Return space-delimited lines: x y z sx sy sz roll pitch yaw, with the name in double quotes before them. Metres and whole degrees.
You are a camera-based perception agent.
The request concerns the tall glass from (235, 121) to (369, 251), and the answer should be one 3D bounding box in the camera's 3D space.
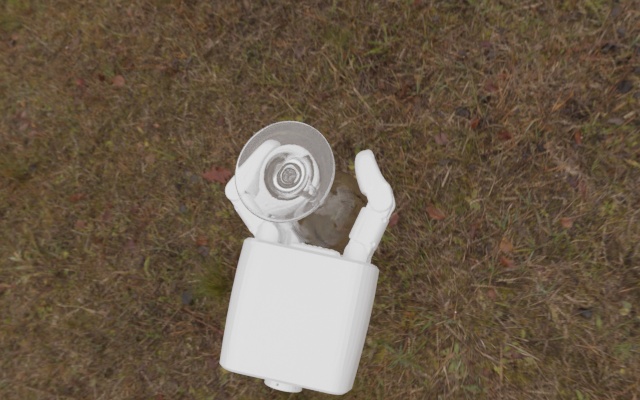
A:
"tall glass" 0.000 0.001 0.426 0.079 0.079 0.201 0 -12 16
